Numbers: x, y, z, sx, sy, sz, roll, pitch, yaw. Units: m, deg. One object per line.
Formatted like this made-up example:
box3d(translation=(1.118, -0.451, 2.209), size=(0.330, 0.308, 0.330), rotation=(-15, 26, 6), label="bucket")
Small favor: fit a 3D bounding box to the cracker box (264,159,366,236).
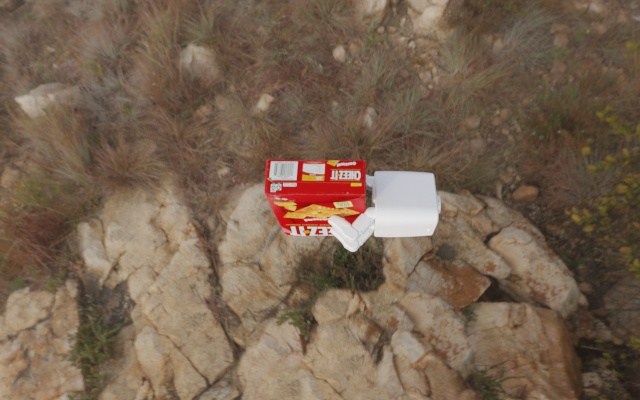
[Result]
box3d(translation=(0.000, 0.003, 0.852), size=(0.164, 0.072, 0.214), rotation=(1, -22, 5), label="cracker box")
